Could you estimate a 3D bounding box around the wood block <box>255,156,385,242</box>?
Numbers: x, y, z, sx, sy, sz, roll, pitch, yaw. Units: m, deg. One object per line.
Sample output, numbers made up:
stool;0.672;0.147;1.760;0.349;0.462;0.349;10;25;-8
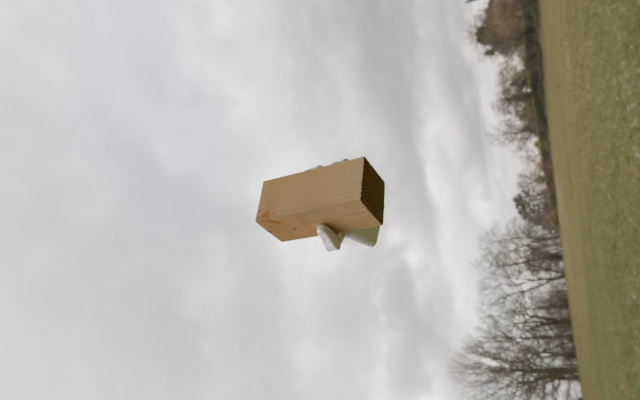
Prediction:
wood block;0.000;0.003;0.841;0.206;0.090;0.090;-12;-36;28
